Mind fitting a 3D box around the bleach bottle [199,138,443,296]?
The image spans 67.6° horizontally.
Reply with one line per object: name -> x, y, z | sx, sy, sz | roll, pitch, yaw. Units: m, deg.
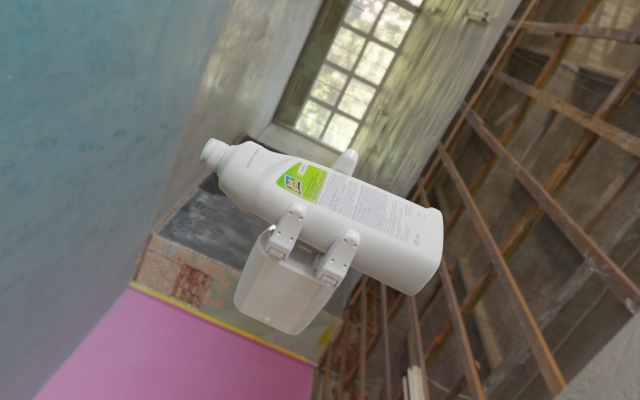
bleach bottle -> 0.000, 0.002, 0.489 | 0.251, 0.068, 0.102 | 26, 35, -4
